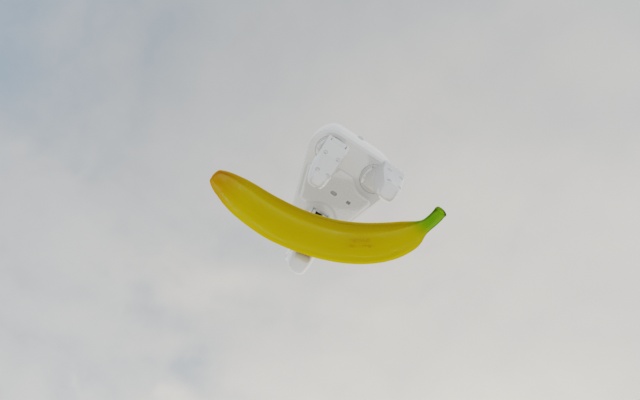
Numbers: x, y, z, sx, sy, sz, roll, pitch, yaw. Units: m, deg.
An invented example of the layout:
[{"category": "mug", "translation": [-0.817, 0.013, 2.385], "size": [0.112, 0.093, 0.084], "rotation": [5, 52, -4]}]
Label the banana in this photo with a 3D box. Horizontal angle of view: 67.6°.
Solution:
[{"category": "banana", "translation": [0.001, 0.019, 0.412], "size": [0.198, 0.070, 0.037], "rotation": [9, 20, 3]}]
